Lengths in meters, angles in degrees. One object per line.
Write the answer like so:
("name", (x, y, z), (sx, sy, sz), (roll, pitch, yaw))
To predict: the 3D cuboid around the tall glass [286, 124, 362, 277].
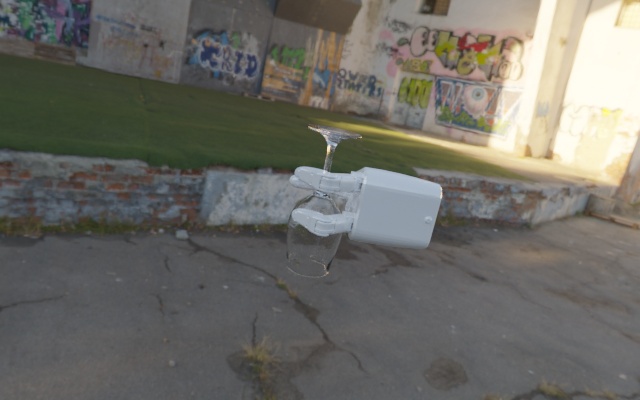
("tall glass", (0.000, 0.001, 0.657), (0.079, 0.201, 0.079), (11, 14, -3))
